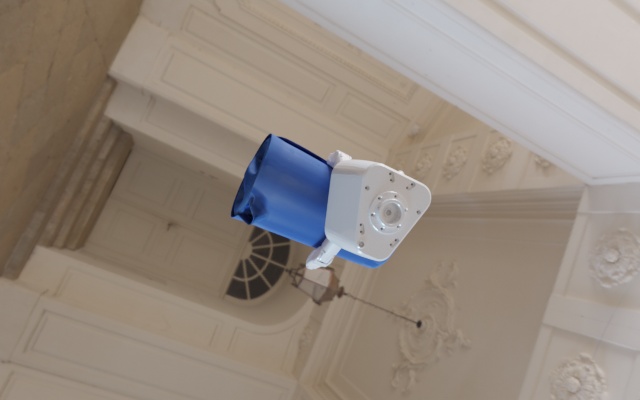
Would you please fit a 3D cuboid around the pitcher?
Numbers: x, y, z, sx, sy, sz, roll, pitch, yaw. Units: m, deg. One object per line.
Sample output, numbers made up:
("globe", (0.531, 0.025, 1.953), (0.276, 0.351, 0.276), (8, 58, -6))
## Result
("pitcher", (0.000, 0.002, 0.723), (0.243, 0.149, 0.145), (25, -5, -17))
